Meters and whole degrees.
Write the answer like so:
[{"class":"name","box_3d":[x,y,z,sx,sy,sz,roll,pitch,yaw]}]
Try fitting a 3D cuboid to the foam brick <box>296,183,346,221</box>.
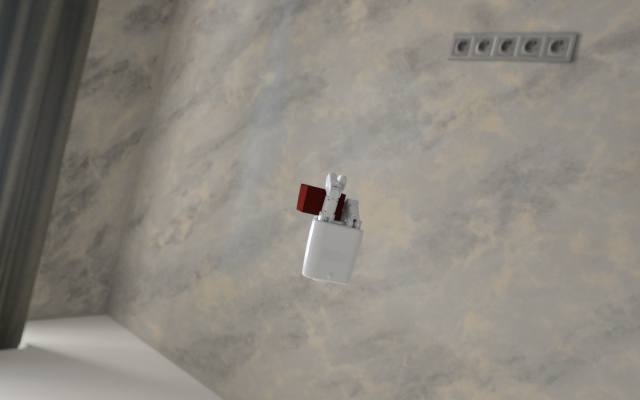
[{"class":"foam brick","box_3d":[0.000,0.003,0.891,0.078,0.051,0.053,13,3,-16]}]
